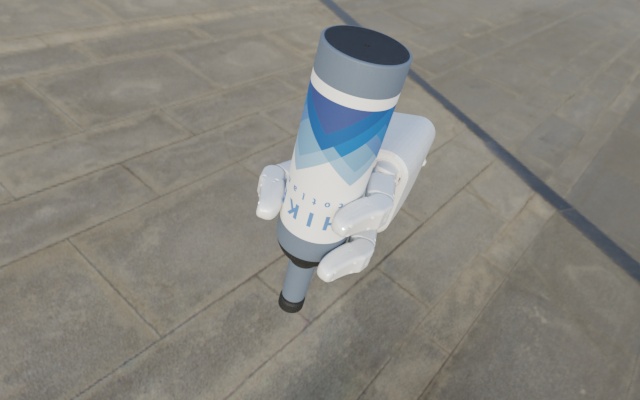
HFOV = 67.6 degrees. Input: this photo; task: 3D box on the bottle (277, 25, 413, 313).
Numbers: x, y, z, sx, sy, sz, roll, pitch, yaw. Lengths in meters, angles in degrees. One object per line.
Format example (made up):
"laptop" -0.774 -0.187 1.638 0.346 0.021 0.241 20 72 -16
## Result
"bottle" 0.000 0.001 0.424 0.069 0.296 0.069 10 39 -8
